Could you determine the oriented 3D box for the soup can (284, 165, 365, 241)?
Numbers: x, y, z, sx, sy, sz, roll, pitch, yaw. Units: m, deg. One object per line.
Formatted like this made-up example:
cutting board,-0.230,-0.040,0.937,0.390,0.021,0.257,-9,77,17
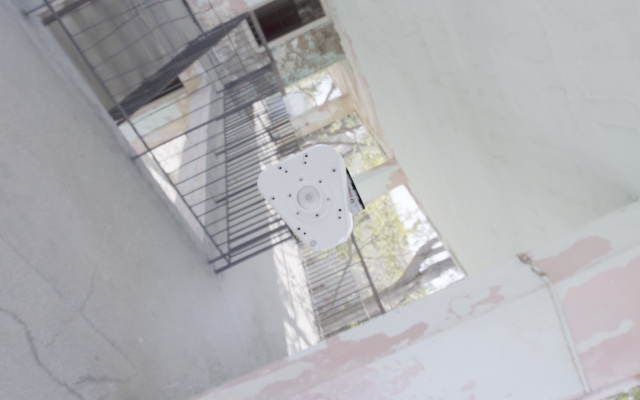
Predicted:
soup can,0.000,0.002,0.636,0.102,0.068,0.068,-25,-2,4
